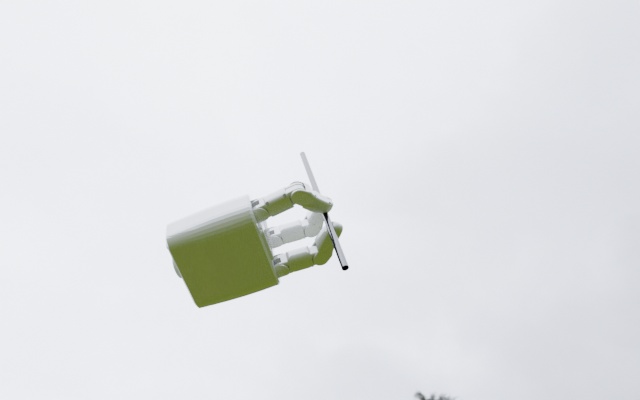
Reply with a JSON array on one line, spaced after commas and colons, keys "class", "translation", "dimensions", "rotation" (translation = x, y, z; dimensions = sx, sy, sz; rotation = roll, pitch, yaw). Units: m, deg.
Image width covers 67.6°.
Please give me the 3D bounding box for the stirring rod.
[{"class": "stirring rod", "translation": [0.000, 0.002, 0.599], "dimensions": [0.011, 0.011, 0.239], "rotation": [0, 35, -16]}]
